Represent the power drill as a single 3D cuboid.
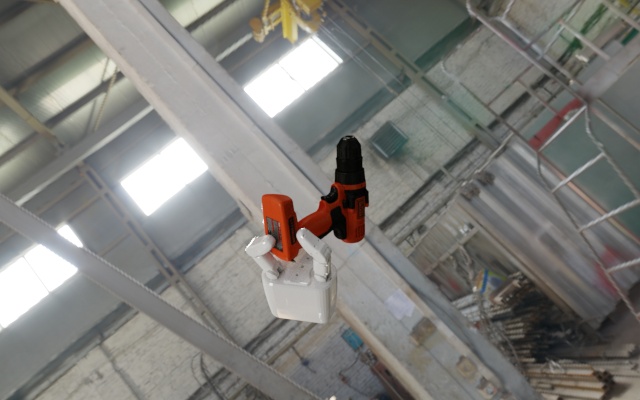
[{"bbox_3d":[0.000,0.003,0.748,0.187,0.184,0.057,-20,25,-36],"label":"power drill"}]
